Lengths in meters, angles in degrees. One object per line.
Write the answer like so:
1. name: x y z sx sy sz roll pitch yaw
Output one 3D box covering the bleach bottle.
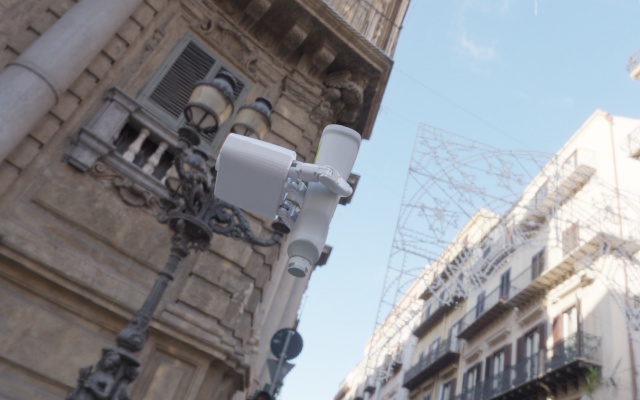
1. bleach bottle: 0.000 0.003 0.755 0.068 0.250 0.103 17 -35 2
